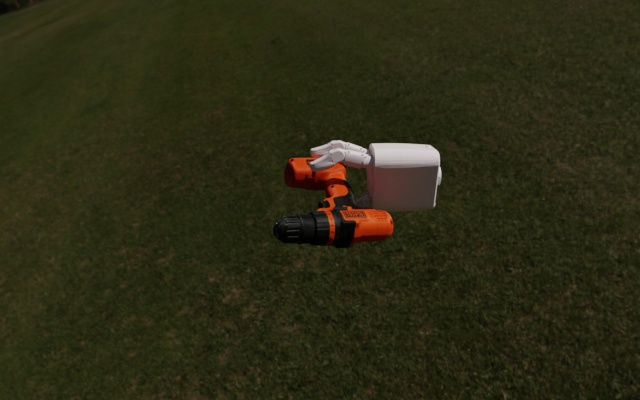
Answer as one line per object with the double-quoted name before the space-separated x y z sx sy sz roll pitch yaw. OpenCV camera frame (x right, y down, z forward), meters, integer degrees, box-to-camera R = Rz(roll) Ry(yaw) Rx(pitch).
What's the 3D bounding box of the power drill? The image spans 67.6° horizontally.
"power drill" 0.000 0.002 0.753 0.184 0.057 0.187 1 36 -22
